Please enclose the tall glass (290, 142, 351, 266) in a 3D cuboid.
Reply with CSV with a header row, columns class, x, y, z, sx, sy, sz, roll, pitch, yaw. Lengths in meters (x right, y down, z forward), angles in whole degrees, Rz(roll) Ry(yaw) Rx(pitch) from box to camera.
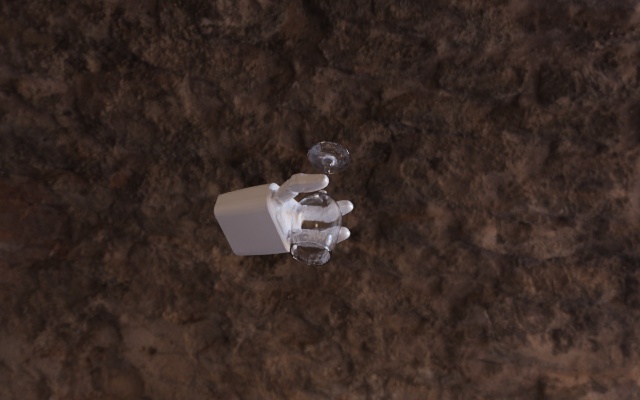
class,x,y,z,sx,sy,sz,roll,pitch,yaw
tall glass,0.000,0.002,0.751,0.079,0.200,0.079,6,-40,5
